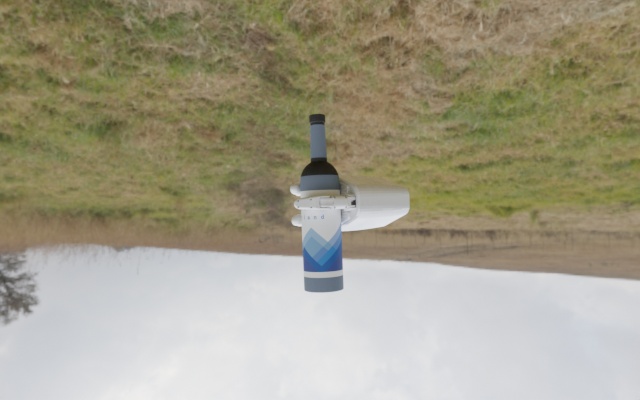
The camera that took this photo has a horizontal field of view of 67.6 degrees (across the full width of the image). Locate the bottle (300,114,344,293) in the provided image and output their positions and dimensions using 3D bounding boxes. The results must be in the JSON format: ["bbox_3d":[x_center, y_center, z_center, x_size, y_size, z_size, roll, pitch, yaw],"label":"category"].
[{"bbox_3d":[0.000,0.003,0.806,0.069,0.295,0.069,-2,-1,0],"label":"bottle"}]
